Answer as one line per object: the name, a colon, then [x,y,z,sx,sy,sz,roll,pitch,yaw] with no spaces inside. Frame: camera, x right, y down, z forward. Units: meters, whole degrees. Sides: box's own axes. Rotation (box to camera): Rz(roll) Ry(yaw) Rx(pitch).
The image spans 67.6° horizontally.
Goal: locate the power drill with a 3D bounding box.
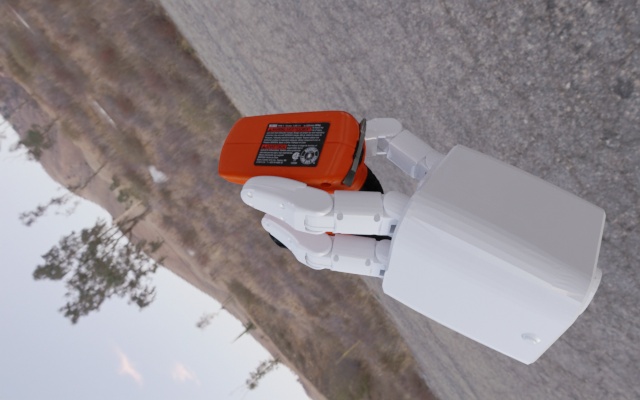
power drill: [0.000,0.001,0.402,0.184,0.057,0.188,1,-25,29]
